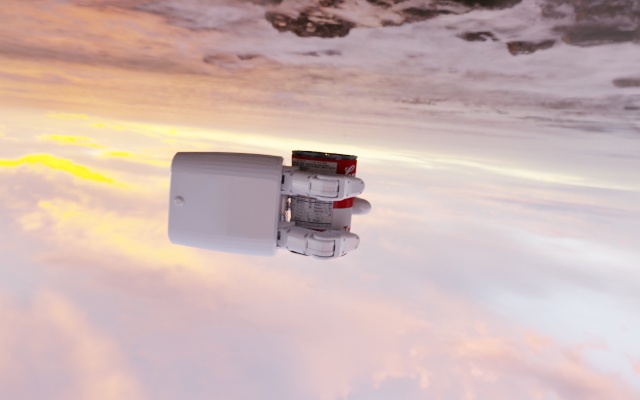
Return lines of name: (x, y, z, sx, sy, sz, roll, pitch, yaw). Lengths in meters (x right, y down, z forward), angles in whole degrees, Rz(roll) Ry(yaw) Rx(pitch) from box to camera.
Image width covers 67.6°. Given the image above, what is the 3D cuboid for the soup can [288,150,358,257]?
soup can: (0.001, 0.002, 0.492, 0.068, 0.102, 0.068, 5, 8, -1)
